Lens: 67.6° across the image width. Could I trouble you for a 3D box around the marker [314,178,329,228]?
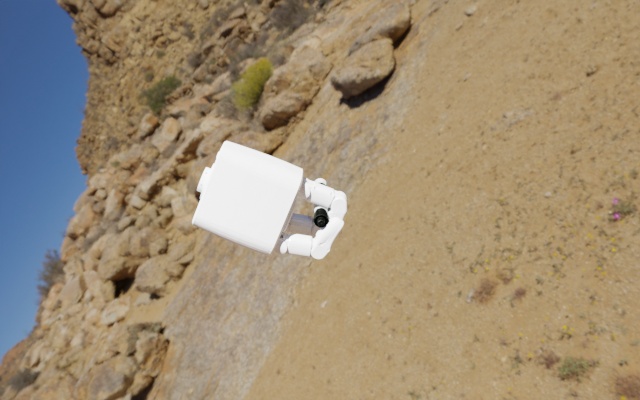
[{"bbox_3d":[0.000,0.002,0.635,0.020,0.020,0.121,0,25,-1],"label":"marker"}]
